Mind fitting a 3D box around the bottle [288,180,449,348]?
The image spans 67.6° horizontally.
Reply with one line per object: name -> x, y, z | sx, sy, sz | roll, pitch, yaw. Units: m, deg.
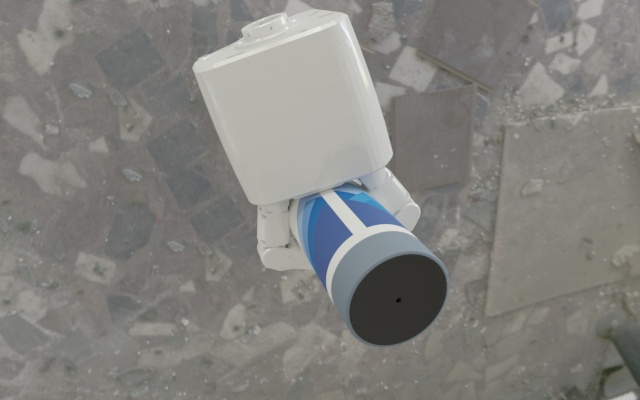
bottle -> 0.000, 0.001, 0.402 | 0.069, 0.069, 0.295 | 0, 23, -19
